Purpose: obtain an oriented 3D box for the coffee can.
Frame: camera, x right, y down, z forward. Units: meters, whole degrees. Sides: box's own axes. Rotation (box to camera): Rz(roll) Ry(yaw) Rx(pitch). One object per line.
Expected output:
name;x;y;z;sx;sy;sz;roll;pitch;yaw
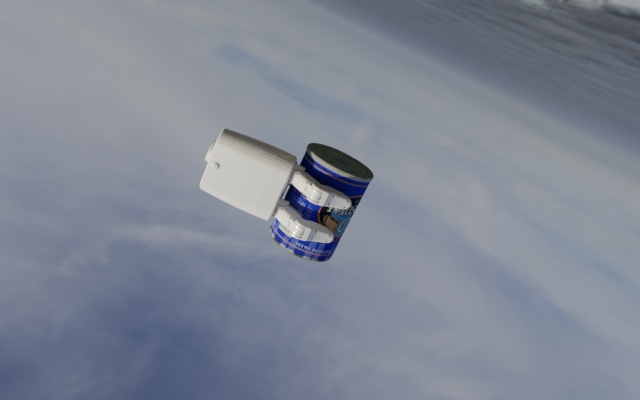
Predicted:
coffee can;0.000;0.002;0.691;0.103;0.140;0.102;23;19;-9
